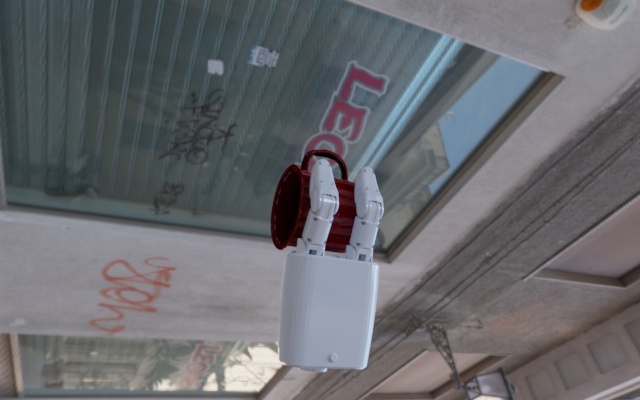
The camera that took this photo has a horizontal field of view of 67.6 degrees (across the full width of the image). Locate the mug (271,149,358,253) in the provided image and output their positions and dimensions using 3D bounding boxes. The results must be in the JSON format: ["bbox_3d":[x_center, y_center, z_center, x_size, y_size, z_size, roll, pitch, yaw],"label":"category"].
[{"bbox_3d":[0.000,0.000,0.528,0.081,0.117,0.093,11,-9,-23],"label":"mug"}]
